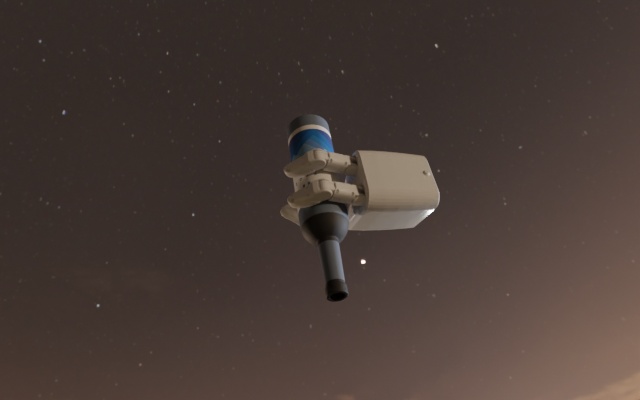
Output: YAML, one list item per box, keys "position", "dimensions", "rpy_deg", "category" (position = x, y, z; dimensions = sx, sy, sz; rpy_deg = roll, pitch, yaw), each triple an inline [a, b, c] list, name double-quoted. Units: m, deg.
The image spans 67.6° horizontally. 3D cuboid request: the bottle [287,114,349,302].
- position: [0.000, 0.002, 0.663]
  dimensions: [0.069, 0.295, 0.069]
  rpy_deg: [-6, -39, -5]
  category: "bottle"
